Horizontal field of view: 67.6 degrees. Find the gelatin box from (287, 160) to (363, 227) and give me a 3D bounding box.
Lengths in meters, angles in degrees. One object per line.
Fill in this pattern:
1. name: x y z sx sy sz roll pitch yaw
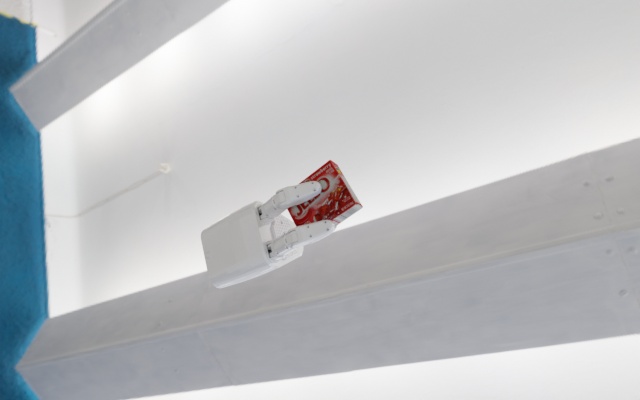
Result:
1. gelatin box: 0.001 0.002 0.635 0.089 0.073 0.030 -36 -24 15
